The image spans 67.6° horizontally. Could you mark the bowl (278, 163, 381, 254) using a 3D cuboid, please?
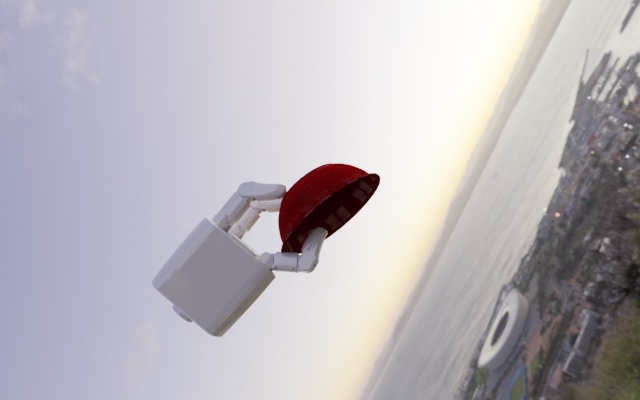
[{"bbox_3d":[0.001,0.001,0.625,0.162,0.055,0.162,-35,-17,-13],"label":"bowl"}]
